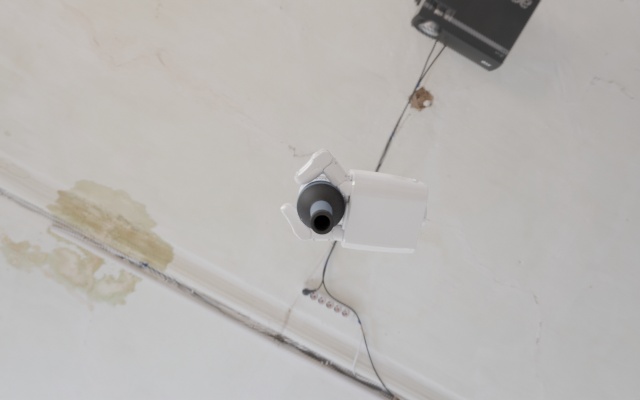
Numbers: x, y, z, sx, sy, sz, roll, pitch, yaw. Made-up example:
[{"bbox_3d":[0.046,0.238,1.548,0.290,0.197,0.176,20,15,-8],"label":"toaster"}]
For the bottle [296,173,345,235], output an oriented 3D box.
[{"bbox_3d":[0.000,0.002,0.682,0.069,0.069,0.295,0,9,-1],"label":"bottle"}]
